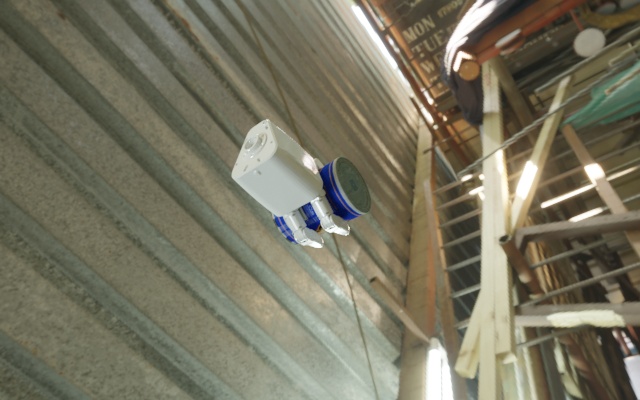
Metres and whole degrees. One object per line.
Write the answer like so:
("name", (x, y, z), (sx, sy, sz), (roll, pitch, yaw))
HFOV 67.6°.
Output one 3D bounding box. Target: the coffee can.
("coffee can", (0.000, 0.003, 0.813), (0.140, 0.102, 0.103), (-28, -13, 26))
